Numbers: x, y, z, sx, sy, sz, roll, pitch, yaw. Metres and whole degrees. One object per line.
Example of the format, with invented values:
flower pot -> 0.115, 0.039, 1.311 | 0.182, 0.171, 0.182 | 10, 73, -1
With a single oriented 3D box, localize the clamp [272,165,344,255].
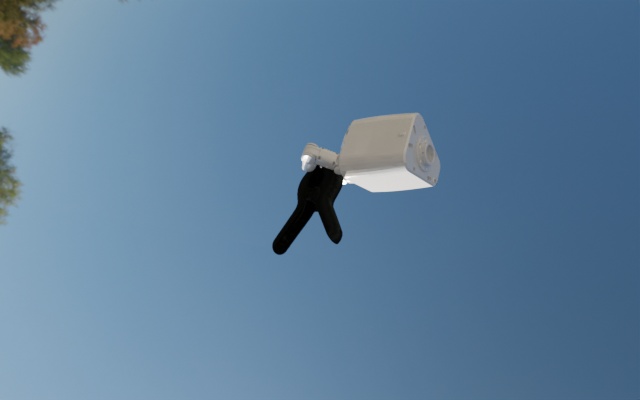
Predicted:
clamp -> 0.000, 0.002, 0.700 | 0.120, 0.171, 0.039 | -2, -32, 37
